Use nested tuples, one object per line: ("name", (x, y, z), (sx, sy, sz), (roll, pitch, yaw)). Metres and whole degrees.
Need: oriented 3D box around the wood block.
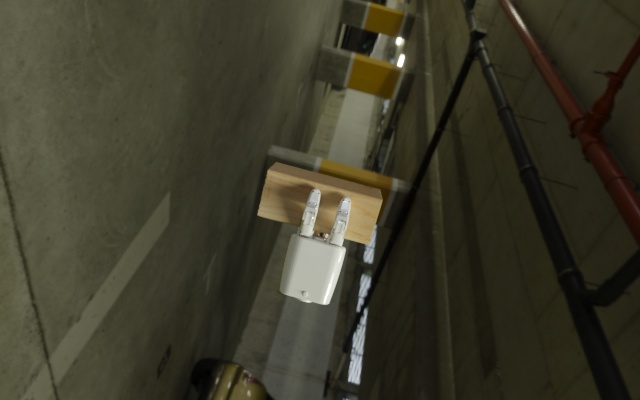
("wood block", (0.000, 0.003, 0.879), (0.206, 0.090, 0.091), (15, 13, 0))
